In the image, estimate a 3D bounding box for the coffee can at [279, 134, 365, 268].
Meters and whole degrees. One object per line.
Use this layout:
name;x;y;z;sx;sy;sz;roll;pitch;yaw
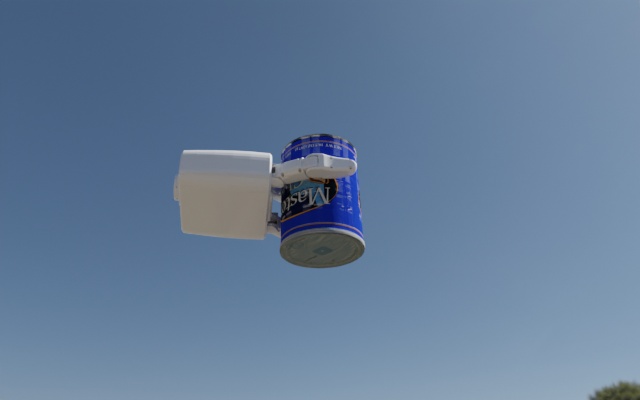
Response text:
coffee can;0.000;0.002;0.607;0.103;0.140;0.103;-2;-30;-1
